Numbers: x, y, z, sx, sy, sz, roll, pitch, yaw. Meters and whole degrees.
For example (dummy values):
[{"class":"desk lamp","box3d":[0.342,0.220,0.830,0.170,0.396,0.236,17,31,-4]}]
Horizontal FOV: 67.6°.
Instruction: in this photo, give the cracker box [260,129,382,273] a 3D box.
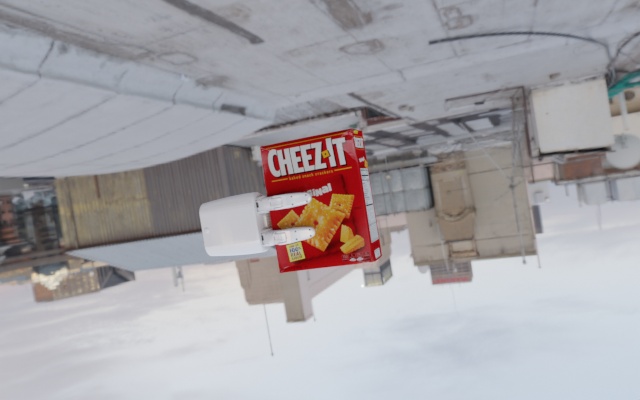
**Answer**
[{"class":"cracker box","box3d":[0.000,0.003,0.784,0.164,0.213,0.072,-9,1,18]}]
